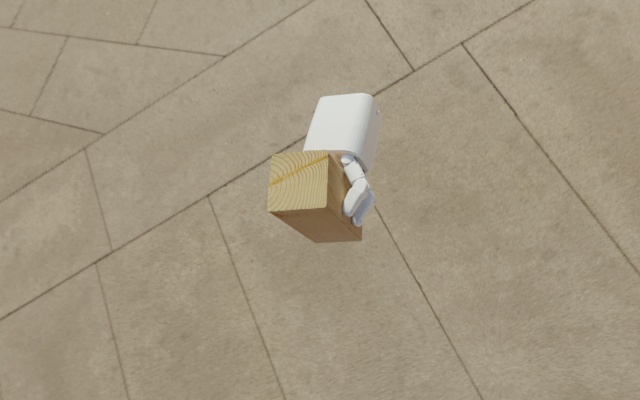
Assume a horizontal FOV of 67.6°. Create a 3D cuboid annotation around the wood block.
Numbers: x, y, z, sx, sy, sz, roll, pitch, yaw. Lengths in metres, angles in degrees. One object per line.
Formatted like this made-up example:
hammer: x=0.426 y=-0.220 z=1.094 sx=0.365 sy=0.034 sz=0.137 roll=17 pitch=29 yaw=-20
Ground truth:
wood block: x=0.000 y=0.002 z=0.766 sx=0.091 sy=0.090 sz=0.206 roll=-4 pitch=-19 yaw=18
